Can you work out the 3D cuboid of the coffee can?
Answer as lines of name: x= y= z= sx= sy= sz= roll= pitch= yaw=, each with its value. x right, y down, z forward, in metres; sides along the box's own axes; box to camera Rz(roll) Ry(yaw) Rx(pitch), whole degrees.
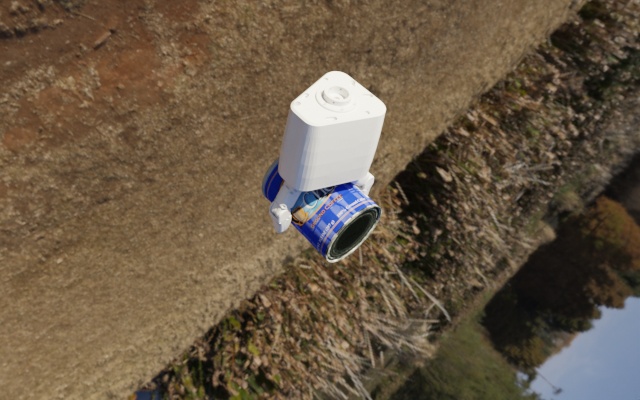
coffee can: x=0.000 y=0.002 z=0.669 sx=0.140 sy=0.103 sz=0.103 roll=44 pitch=21 yaw=24
